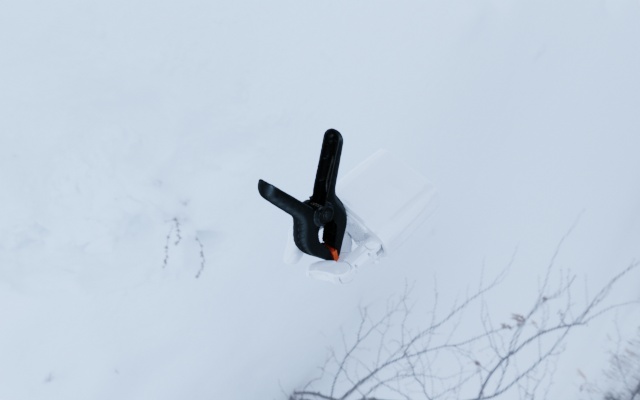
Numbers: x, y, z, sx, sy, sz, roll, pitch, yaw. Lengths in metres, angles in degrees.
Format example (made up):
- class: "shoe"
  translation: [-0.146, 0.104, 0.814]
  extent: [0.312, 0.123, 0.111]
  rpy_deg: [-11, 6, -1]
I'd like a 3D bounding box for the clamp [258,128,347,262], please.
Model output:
- class: "clamp"
  translation: [0.000, 0.002, 0.566]
  extent: [0.120, 0.172, 0.039]
  rpy_deg: [-41, 48, -17]
